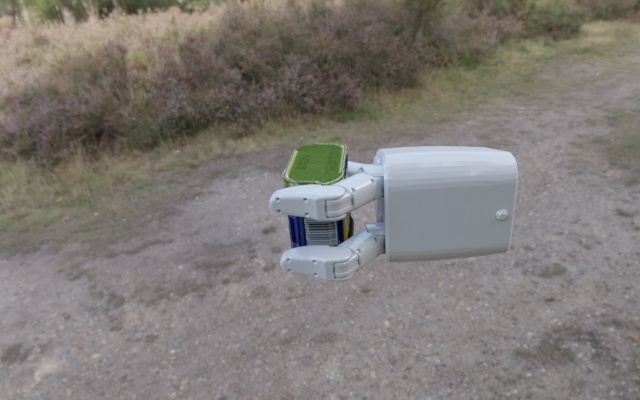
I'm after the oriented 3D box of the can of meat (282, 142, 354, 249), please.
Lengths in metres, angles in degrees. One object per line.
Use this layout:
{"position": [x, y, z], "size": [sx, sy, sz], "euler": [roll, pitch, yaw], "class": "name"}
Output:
{"position": [0.000, 0.001, 0.439], "size": [0.057, 0.084, 0.102], "euler": [-2, 26, 6], "class": "can of meat"}
